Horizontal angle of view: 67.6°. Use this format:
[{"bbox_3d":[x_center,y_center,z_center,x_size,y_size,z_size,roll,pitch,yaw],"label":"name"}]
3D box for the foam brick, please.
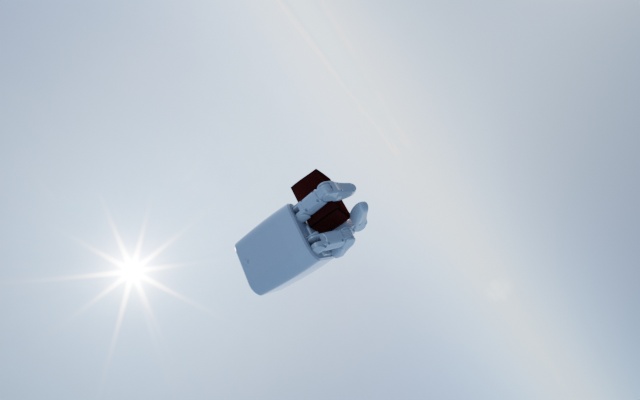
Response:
[{"bbox_3d":[0.000,0.002,0.713,0.051,0.078,0.053,-35,-30,13],"label":"foam brick"}]
